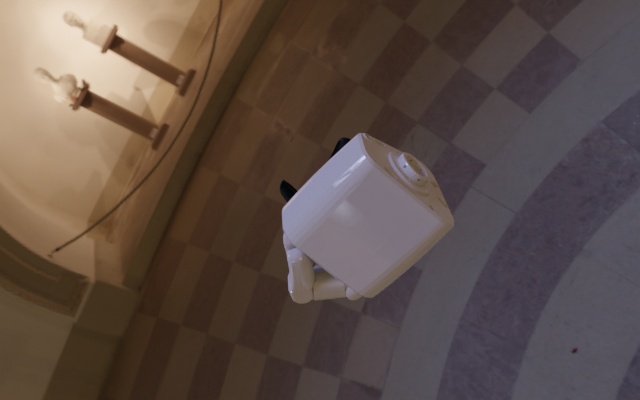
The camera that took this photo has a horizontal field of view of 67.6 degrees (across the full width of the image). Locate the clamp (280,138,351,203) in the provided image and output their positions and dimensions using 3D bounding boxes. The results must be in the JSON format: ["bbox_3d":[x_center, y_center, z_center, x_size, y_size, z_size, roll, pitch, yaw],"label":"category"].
[{"bbox_3d":[0.000,0.002,0.547,0.039,0.171,0.120,30,-59,-29],"label":"clamp"}]
